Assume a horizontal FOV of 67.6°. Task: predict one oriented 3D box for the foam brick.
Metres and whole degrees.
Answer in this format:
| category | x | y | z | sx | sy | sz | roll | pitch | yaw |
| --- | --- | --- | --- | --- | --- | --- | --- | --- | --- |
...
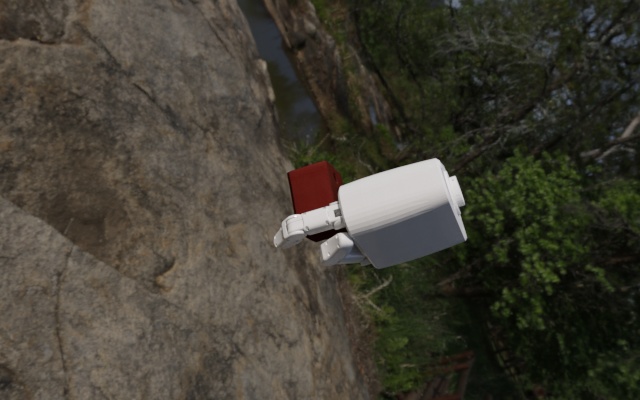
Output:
| category | x | y | z | sx | sy | sz | roll | pitch | yaw |
| --- | --- | --- | --- | --- | --- | --- | --- | --- | --- |
| foam brick | 0.000 | 0.002 | 0.556 | 0.051 | 0.078 | 0.053 | -19 | -23 | 18 |
